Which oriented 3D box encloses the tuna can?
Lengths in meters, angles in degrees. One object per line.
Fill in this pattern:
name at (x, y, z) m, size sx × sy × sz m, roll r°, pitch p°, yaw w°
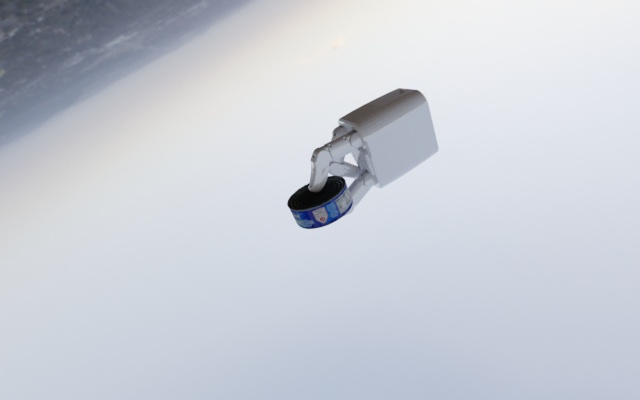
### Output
tuna can at (0.000, 0.003, 0.651) m, size 0.086 × 0.034 × 0.086 m, roll -20°, pitch 24°, yaw 9°
